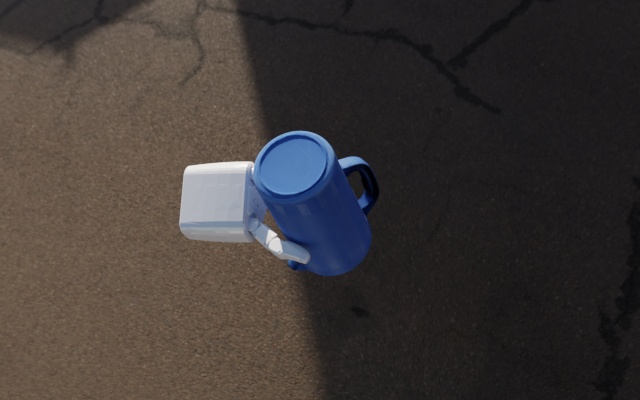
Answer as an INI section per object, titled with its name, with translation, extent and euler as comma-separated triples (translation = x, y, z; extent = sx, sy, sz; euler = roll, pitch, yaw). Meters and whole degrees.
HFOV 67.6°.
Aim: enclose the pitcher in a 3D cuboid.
[pitcher]
translation = 0.000, 0.002, 0.691
extent = 0.145, 0.149, 0.243
euler = 1, -27, 15
